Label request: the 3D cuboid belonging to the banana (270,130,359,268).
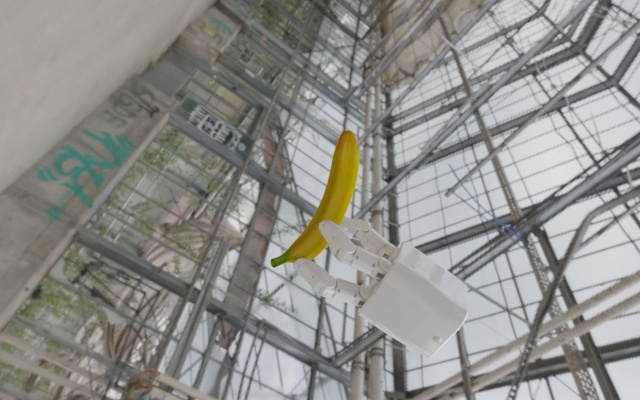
[{"bbox_3d":[0.008,0.007,0.613,0.037,0.198,0.069,33,10,31],"label":"banana"}]
